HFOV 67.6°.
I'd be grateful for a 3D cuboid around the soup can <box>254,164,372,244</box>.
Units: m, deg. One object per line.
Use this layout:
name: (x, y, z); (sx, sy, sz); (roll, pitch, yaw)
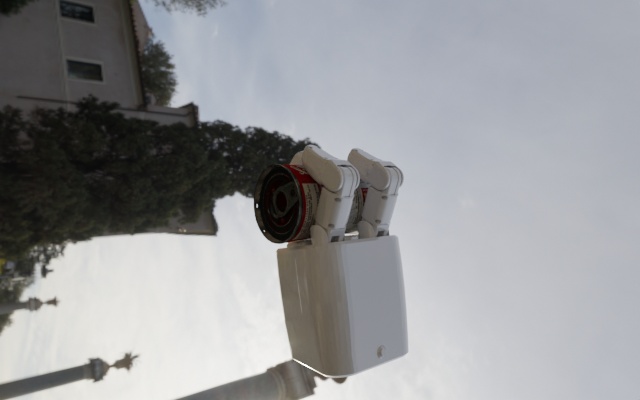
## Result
soup can: (0.000, 0.001, 0.437); (0.102, 0.068, 0.068); (-3, 2, -40)
